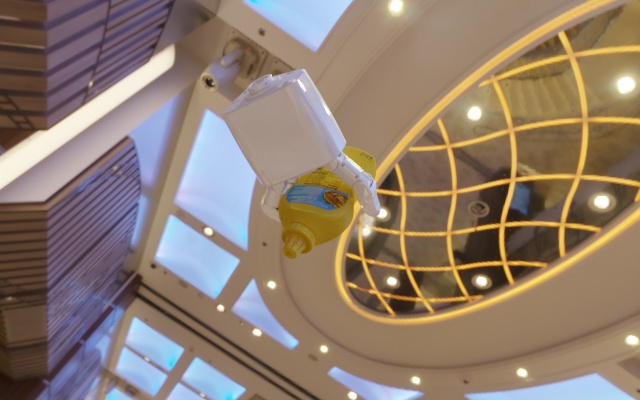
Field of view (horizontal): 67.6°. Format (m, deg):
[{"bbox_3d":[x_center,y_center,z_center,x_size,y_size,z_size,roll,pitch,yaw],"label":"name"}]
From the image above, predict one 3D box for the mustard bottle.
[{"bbox_3d":[0.000,0.002,0.617,0.096,0.058,0.191,11,43,20],"label":"mustard bottle"}]
